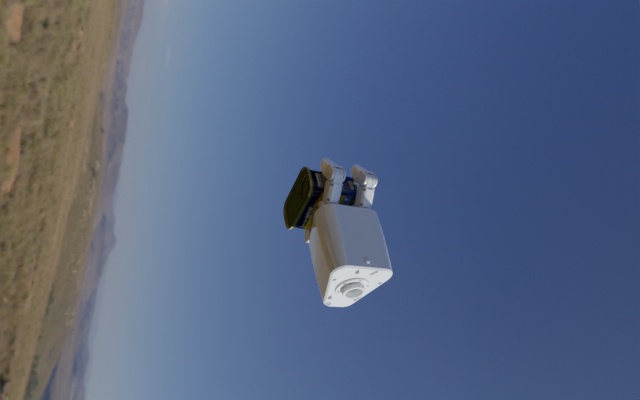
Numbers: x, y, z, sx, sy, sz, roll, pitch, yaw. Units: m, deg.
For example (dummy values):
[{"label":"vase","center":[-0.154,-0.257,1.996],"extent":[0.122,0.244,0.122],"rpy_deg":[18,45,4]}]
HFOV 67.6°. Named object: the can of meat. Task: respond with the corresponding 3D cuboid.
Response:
[{"label":"can of meat","center":[0.000,0.002,0.740],"extent":[0.084,0.057,0.102],"rpy_deg":[9,-48,-25]}]
